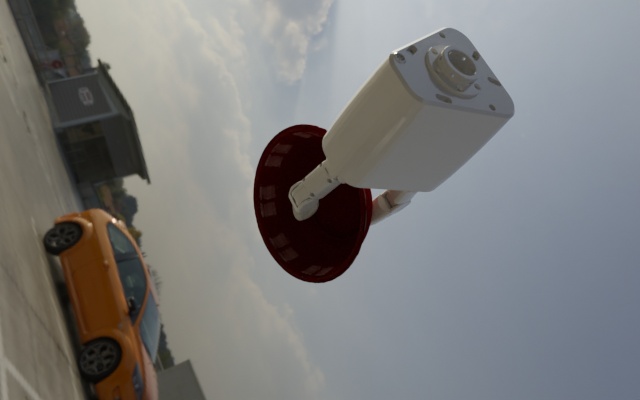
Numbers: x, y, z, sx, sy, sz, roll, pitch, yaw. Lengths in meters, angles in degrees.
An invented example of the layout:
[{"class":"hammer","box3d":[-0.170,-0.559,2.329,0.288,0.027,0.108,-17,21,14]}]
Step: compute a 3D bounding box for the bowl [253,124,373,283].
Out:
[{"class":"bowl","box3d":[-0.001,0.002,0.501,0.162,0.162,0.055,0,6,43]}]
